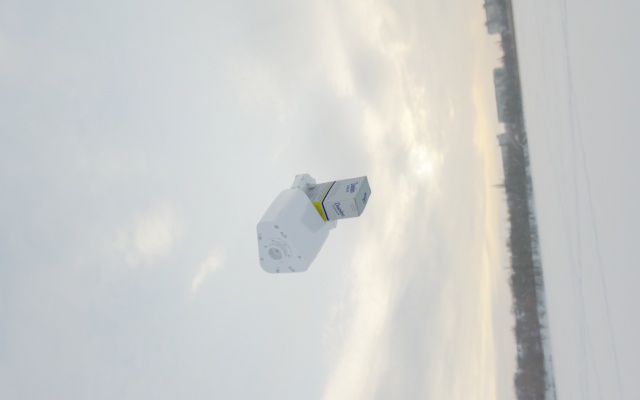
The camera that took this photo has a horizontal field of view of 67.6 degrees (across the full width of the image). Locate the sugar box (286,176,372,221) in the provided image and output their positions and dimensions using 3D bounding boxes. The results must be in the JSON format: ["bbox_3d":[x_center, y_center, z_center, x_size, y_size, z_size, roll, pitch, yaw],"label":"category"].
[{"bbox_3d":[0.000,0.004,0.898,0.176,0.048,0.093,-6,27,24],"label":"sugar box"}]
